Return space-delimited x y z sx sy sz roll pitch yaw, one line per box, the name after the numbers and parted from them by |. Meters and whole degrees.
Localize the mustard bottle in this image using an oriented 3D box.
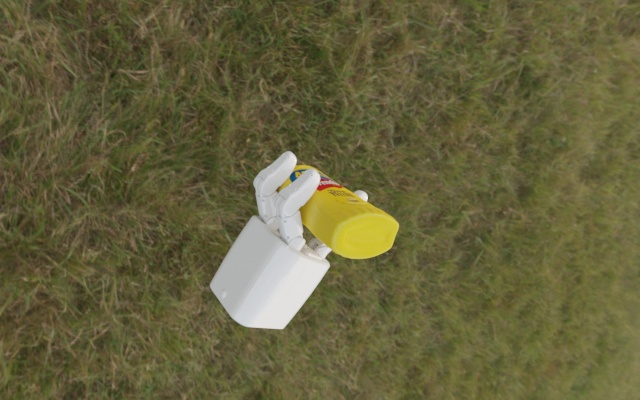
0.000 0.002 0.585 0.096 0.058 0.191 2 23 -37 | mustard bottle
